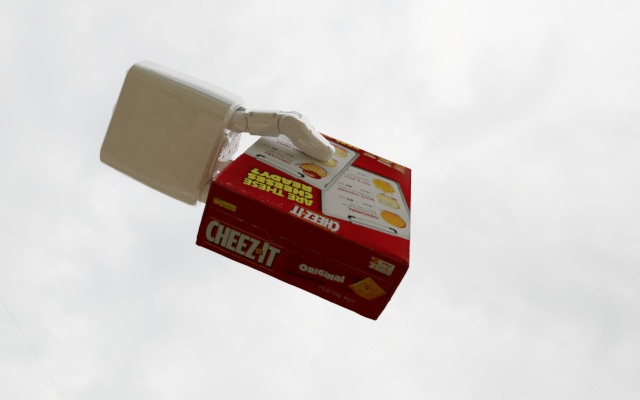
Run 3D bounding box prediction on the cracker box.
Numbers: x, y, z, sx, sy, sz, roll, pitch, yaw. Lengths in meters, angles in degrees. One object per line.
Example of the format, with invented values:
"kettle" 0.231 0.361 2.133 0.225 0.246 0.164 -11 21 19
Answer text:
"cracker box" 0.000 0.001 0.464 0.164 0.072 0.213 23 26 1
